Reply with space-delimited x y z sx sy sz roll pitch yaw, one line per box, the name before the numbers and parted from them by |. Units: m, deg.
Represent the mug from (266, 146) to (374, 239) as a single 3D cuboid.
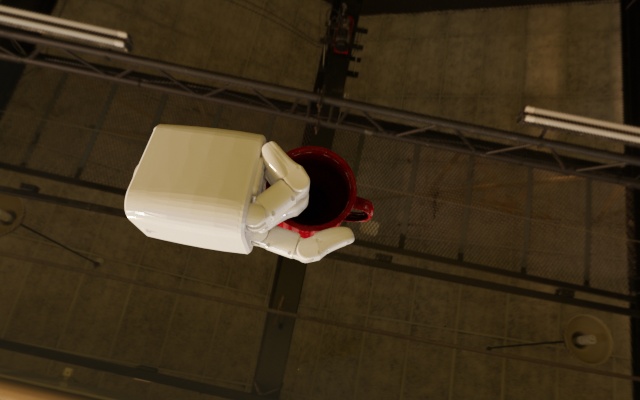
mug | 0.002 0.002 0.523 0.117 0.093 0.081 10 -20 -1
